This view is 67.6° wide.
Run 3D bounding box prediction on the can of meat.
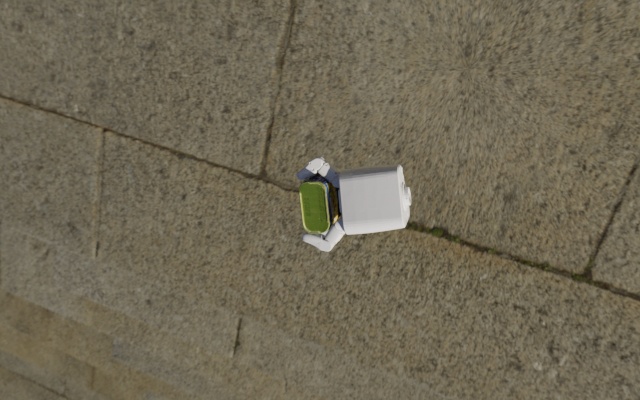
[{"bbox_3d":[0.000,0.003,0.878,0.057,0.102,0.084,-3,14,17],"label":"can of meat"}]
